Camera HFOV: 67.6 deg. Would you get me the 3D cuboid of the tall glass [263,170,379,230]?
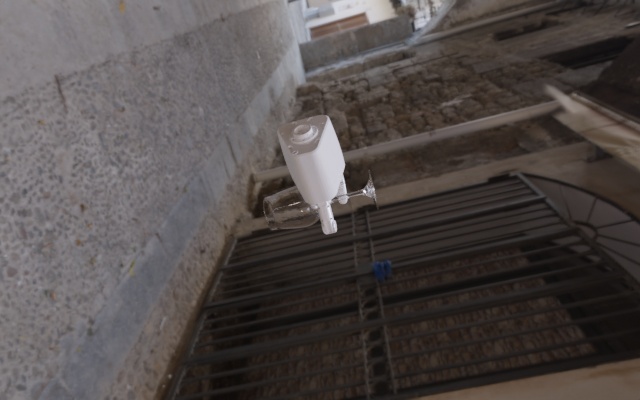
[{"bbox_3d":[0.001,0.003,0.869,0.201,0.079,0.079,-13,-2,7],"label":"tall glass"}]
